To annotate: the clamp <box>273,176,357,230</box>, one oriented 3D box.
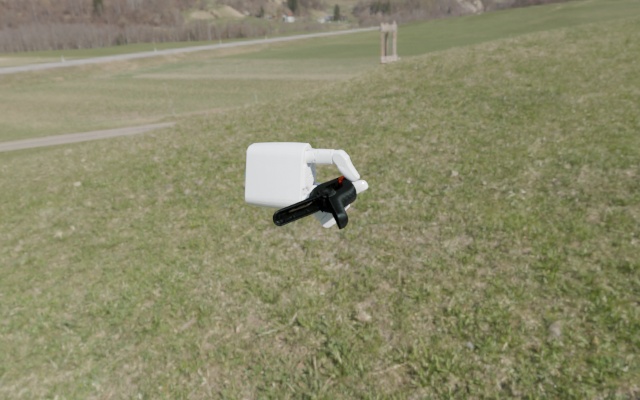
[{"bbox_3d":[0.000,0.002,0.766,0.120,0.039,0.171,4,21,15],"label":"clamp"}]
